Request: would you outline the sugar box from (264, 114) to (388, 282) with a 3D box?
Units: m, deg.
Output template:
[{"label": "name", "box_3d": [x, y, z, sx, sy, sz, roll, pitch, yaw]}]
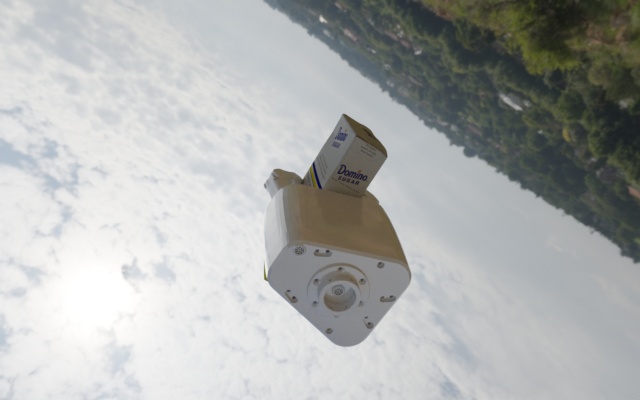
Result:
[{"label": "sugar box", "box_3d": [0.000, 0.002, 0.505, 0.048, 0.176, 0.093, 30, 18, -17]}]
